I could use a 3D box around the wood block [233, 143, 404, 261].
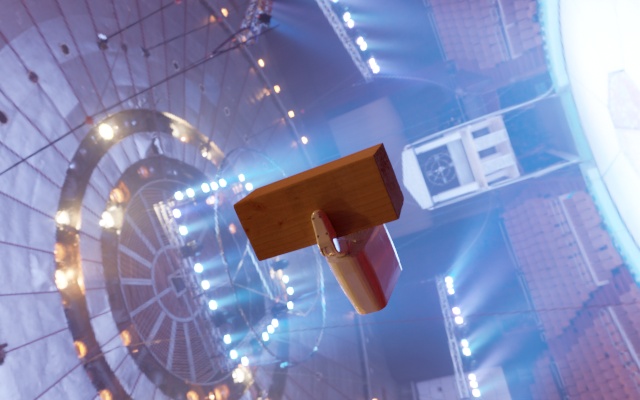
[{"bbox_3d":[0.000,0.003,0.660,0.206,0.090,0.090,-19,12,19],"label":"wood block"}]
